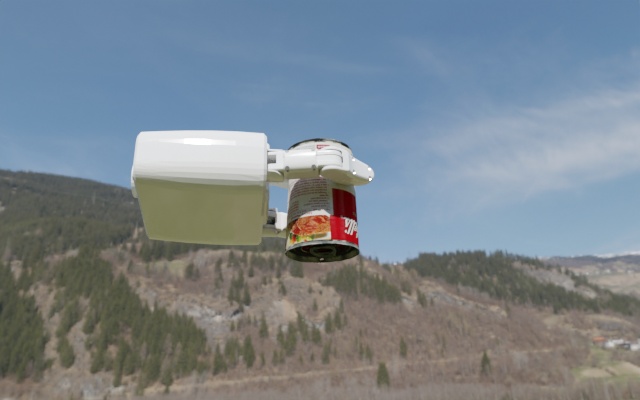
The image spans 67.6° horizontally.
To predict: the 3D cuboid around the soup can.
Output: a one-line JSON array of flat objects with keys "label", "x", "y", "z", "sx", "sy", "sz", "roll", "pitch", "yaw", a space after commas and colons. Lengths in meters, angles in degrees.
[{"label": "soup can", "x": 0.001, "y": 0.001, "z": 0.451, "sx": 0.068, "sy": 0.102, "sz": 0.068, "roll": -2, "pitch": -21, "yaw": -1}]
